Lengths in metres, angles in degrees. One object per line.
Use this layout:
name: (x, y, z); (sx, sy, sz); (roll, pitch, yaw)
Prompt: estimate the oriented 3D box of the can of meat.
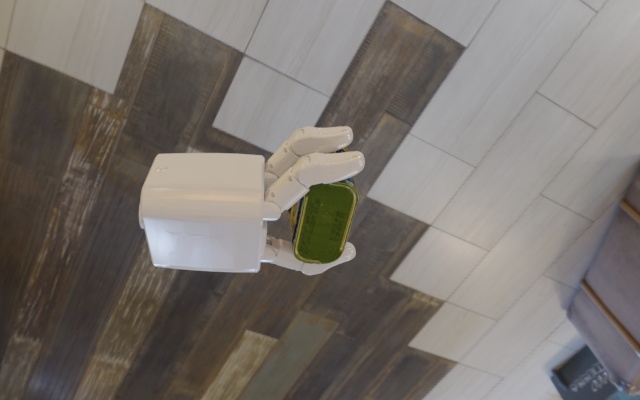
can of meat: (0.000, 0.002, 0.484); (0.057, 0.102, 0.084); (7, 31, -10)
